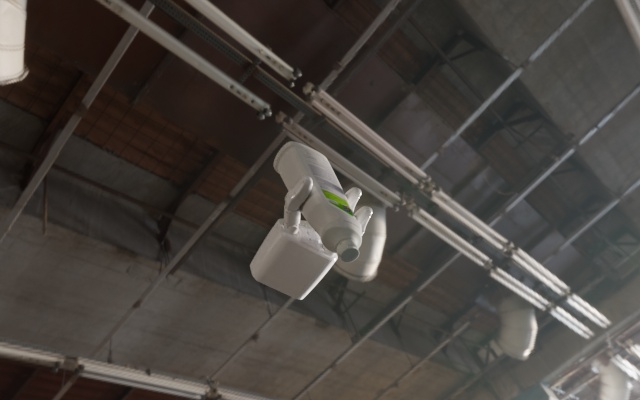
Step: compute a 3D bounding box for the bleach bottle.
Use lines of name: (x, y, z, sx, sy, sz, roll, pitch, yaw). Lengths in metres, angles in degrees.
bleach bottle: (0.000, 0.003, 0.776, 0.102, 0.068, 0.250, 20, 27, -32)
